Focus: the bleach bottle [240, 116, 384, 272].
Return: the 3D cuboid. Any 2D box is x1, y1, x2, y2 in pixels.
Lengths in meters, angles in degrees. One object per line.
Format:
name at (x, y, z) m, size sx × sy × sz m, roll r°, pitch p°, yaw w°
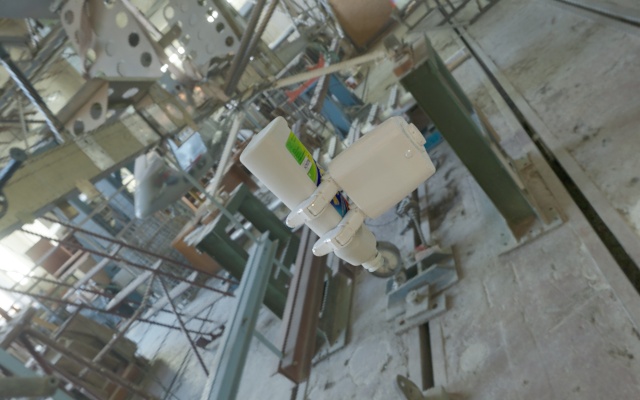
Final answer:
bleach bottle at (0.000, 0.002, 0.674) m, size 0.068 × 0.251 × 0.102 m, roll -37°, pitch 17°, yaw 20°
